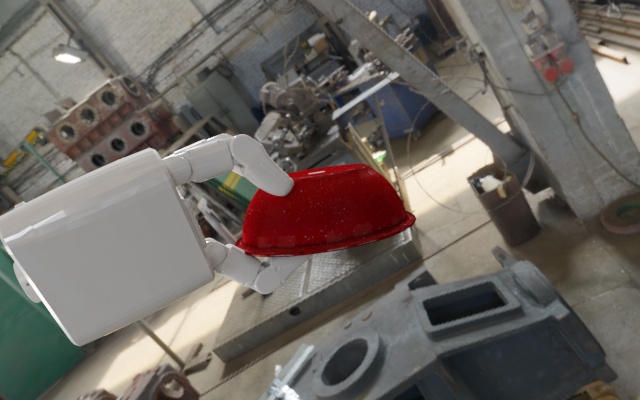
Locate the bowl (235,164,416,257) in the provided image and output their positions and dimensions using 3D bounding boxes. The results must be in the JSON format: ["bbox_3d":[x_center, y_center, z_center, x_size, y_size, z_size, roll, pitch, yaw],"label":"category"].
[{"bbox_3d":[0.001,0.001,0.423,0.162,0.055,0.162,-9,7,1],"label":"bowl"}]
